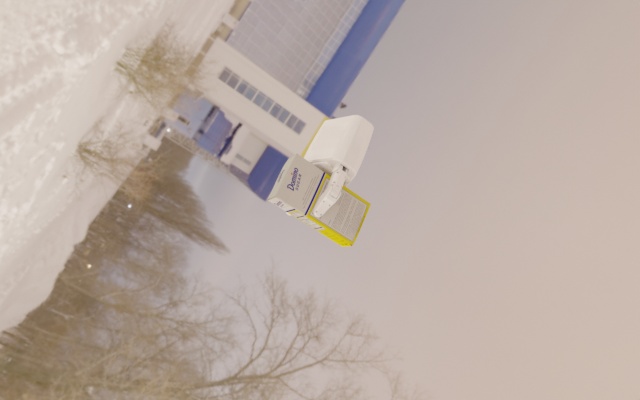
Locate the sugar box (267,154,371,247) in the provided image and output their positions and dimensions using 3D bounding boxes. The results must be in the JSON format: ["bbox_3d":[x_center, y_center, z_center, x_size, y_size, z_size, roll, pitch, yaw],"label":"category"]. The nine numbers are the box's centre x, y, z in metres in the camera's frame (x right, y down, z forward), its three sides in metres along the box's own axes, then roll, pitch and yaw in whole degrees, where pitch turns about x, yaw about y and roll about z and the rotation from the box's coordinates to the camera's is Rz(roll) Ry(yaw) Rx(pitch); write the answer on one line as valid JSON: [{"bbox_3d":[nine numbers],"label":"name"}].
[{"bbox_3d":[0.000,0.003,0.865,0.176,0.093,0.048,33,-23,-19],"label":"sugar box"}]
